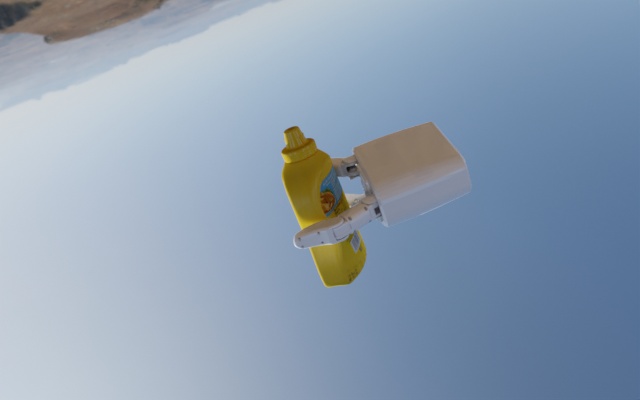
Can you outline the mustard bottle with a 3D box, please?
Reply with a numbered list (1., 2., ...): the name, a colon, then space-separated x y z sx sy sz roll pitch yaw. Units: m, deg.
1. mustard bottle: 0.000 0.002 0.570 0.058 0.192 0.096 -11 25 23
